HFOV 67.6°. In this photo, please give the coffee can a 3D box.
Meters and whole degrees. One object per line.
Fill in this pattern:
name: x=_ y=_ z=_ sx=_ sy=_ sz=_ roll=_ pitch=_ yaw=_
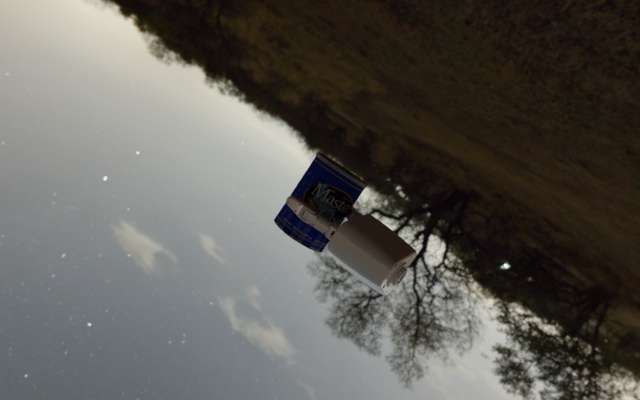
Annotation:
coffee can: x=0.000 y=0.002 z=0.822 sx=0.103 sy=0.140 sz=0.103 roll=33 pitch=8 yaw=-5
